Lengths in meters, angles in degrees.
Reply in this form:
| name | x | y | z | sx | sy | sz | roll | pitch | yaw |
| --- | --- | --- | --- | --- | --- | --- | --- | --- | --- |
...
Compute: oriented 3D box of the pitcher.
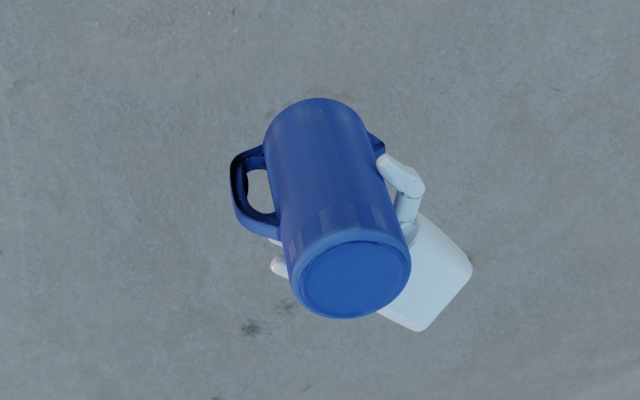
| name | x | y | z | sx | sy | sz | roll | pitch | yaw |
| --- | --- | --- | --- | --- | --- | --- | --- | --- | --- |
| pitcher | 0.000 | 0.002 | 0.502 | 0.145 | 0.149 | 0.242 | 37 | 22 | -29 |
